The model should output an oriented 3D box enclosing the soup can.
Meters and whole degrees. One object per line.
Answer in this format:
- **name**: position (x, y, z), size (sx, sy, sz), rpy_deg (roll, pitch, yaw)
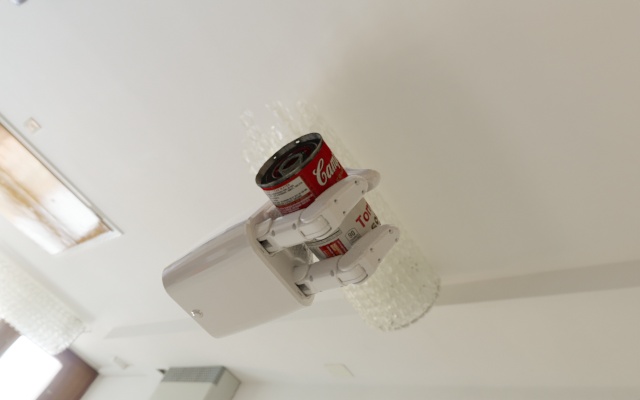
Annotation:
- **soup can**: position (0.001, 0.001, 0.418), size (0.068, 0.102, 0.068), rpy_deg (-30, 25, 16)
